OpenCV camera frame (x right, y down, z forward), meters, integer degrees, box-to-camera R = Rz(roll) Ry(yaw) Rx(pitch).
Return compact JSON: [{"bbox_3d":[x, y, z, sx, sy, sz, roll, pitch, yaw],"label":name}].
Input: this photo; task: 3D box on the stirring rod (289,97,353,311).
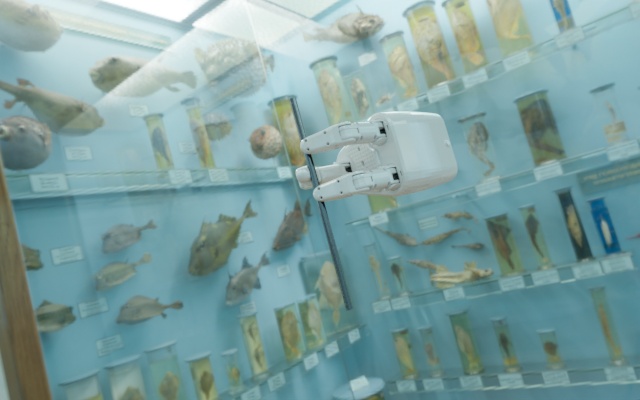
[{"bbox_3d":[0.000,0.002,0.524,0.011,0.239,0.011,-15,-5,-1],"label":"stirring rod"}]
